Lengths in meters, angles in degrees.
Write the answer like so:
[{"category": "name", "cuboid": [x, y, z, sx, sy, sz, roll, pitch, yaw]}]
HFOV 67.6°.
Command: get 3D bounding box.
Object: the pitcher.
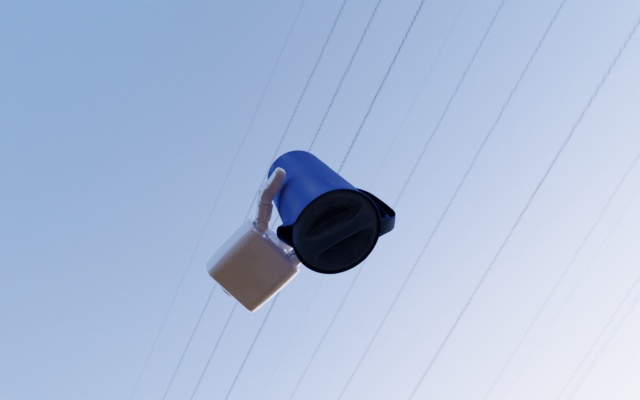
[{"category": "pitcher", "cuboid": [0.000, 0.003, 0.770, 0.149, 0.145, 0.242, 42, 5, -29]}]
